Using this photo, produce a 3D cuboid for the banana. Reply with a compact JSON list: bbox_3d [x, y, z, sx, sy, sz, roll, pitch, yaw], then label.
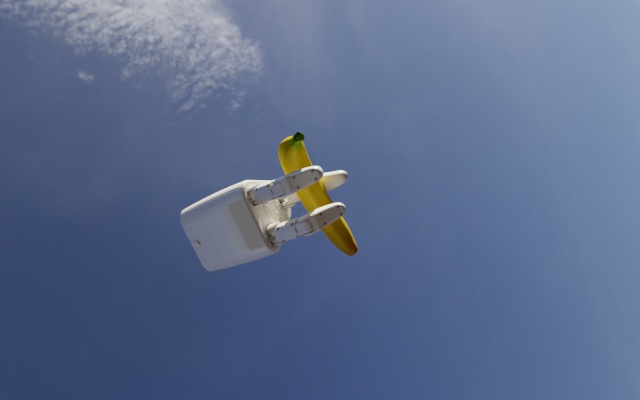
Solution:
[{"bbox_3d":[-0.008,-0.008,0.609,0.037,0.198,0.069,-33,34,-6],"label":"banana"}]
